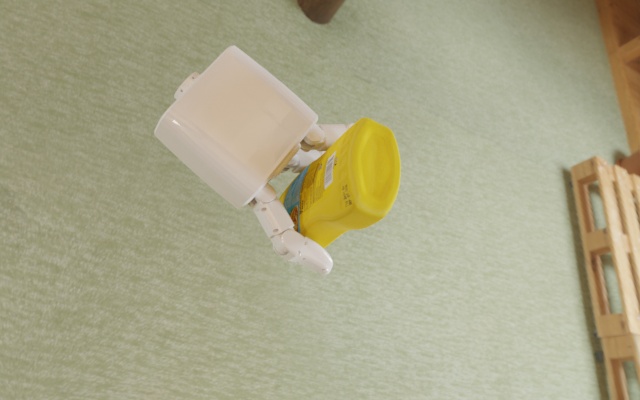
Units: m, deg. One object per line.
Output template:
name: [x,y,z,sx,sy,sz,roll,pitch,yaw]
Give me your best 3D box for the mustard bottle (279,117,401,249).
mustard bottle: [0.000,0.002,0.481,0.058,0.096,0.192,19,-30,-24]
